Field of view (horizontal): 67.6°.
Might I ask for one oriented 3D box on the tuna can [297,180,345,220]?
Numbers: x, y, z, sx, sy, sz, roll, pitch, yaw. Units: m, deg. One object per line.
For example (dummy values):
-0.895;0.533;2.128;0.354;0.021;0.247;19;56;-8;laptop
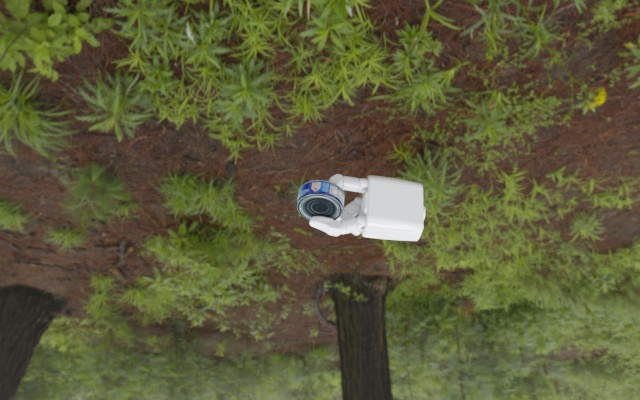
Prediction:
0.000;0.003;0.863;0.086;0.033;0.086;5;-39;4;tuna can
